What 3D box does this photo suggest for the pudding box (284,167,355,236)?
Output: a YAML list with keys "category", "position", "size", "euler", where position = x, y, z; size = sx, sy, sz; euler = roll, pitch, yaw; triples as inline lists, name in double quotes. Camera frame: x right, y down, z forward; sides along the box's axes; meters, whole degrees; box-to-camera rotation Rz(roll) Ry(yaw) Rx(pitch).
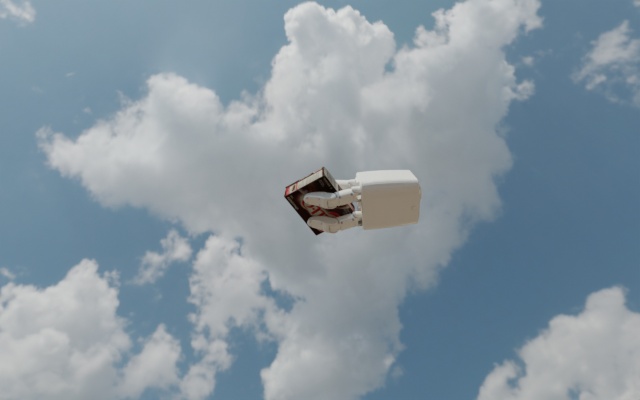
- category: "pudding box"
  position: [0.000, 0.003, 0.893]
  size: [0.090, 0.113, 0.039]
  euler: [-28, 29, 18]
